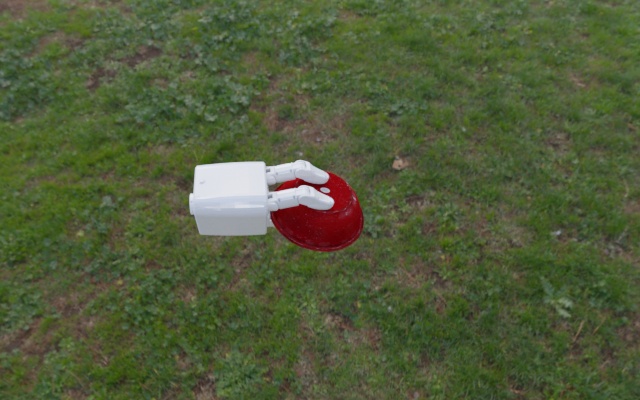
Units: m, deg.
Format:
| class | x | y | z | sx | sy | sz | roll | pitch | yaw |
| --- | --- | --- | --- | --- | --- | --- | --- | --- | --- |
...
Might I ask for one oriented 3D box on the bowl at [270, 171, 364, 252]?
| class | x | y | z | sx | sy | sz | roll | pitch | yaw |
| --- | --- | --- | --- | --- | --- | --- | --- | --- | --- |
| bowl | 0.001 | 0.002 | 0.770 | 0.162 | 0.162 | 0.055 | 0 | -42 | -18 |
